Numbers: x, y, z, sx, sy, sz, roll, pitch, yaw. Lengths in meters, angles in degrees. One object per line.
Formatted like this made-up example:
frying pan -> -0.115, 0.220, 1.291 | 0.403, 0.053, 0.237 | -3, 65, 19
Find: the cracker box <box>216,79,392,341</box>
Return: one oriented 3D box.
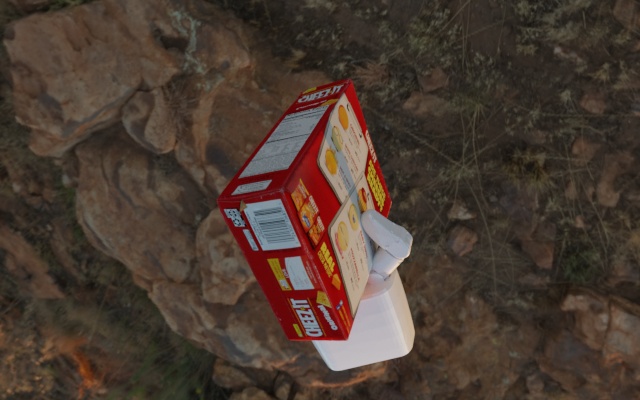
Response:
cracker box -> 0.000, 0.002, 0.471 | 0.072, 0.164, 0.213 | -7, 32, 25
